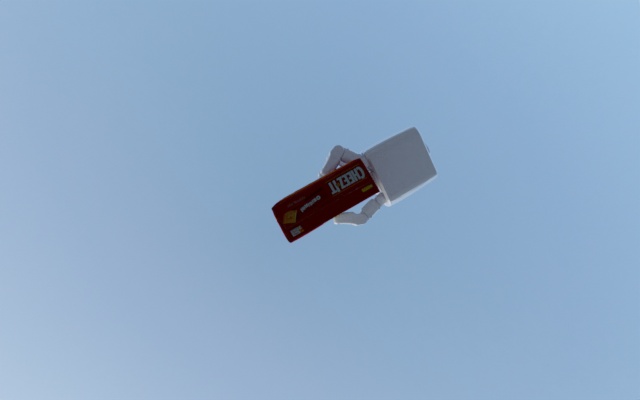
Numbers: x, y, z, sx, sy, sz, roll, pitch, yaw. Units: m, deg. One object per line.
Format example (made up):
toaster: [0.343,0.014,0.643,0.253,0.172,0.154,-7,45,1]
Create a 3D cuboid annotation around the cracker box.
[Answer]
cracker box: [0.000,0.003,0.838,0.164,0.072,0.214,-30,-1,-5]
